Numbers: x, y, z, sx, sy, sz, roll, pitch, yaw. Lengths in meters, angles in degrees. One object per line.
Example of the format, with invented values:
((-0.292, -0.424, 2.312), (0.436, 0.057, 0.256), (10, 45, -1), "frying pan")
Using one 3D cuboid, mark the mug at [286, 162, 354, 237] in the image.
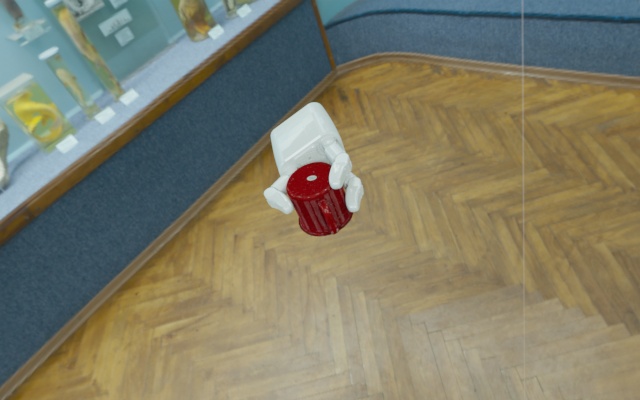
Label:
((0.000, 0.003, 0.728), (0.093, 0.082, 0.117), (-23, 42, 1), "mug")
